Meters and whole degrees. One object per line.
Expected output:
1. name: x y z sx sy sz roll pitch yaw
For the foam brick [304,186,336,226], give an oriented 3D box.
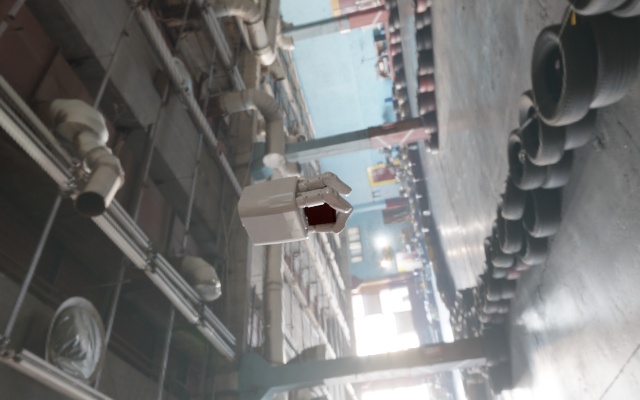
1. foam brick: 0.000 0.003 0.889 0.051 0.053 0.078 -9 28 7
